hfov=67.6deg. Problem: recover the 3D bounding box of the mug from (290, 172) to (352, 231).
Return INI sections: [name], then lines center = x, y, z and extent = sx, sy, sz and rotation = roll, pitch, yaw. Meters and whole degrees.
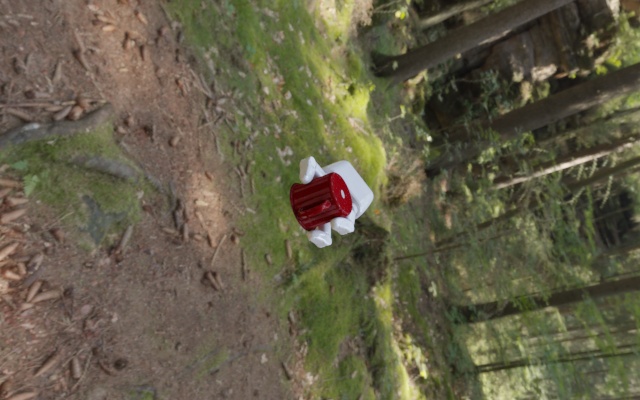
[mug]
center = 0.000, 0.003, 0.834
extent = 0.081, 0.093, 0.117
rotation = -20, 7, 24
